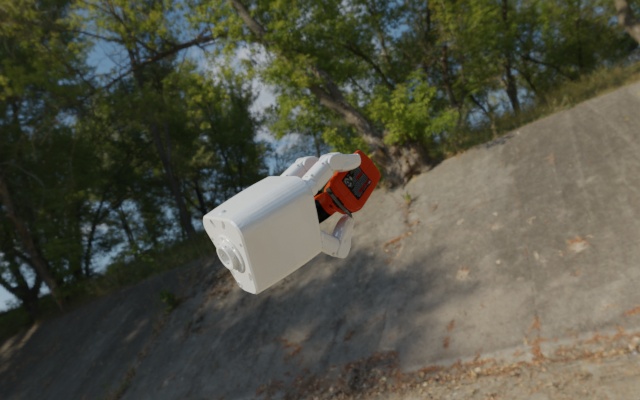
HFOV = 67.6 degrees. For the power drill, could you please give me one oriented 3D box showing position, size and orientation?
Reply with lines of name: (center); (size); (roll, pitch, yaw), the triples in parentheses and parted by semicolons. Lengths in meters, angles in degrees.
power drill: (0.000, 0.002, 0.708); (0.188, 0.057, 0.184); (-35, 12, 40)
